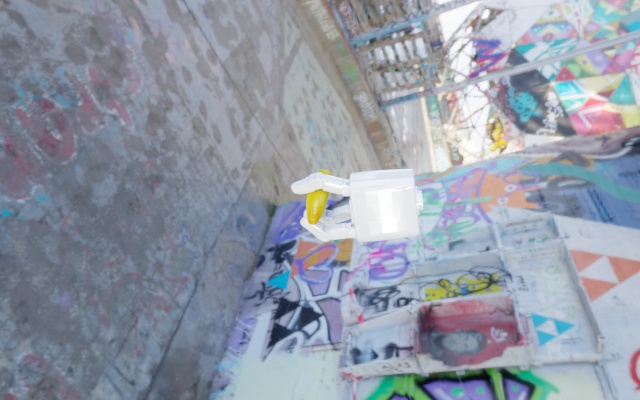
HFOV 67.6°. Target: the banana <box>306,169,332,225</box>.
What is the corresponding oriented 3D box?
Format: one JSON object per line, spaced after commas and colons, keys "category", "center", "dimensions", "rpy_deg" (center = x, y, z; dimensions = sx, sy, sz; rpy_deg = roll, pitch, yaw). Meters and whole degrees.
{"category": "banana", "center": [0.000, -0.016, 0.857], "dimensions": [0.037, 0.070, 0.197], "rpy_deg": [1, 15, 5]}
